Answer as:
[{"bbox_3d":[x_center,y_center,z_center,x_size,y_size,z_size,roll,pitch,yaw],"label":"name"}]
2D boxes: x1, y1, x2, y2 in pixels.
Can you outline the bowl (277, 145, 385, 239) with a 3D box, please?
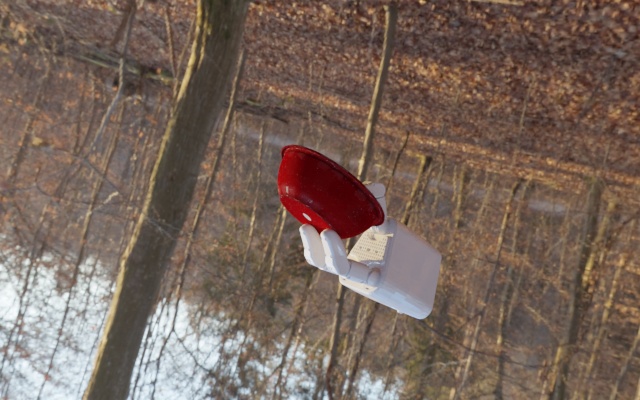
[{"bbox_3d":[-0.001,0.001,0.611,0.162,0.055,0.162,34,-16,11],"label":"bowl"}]
